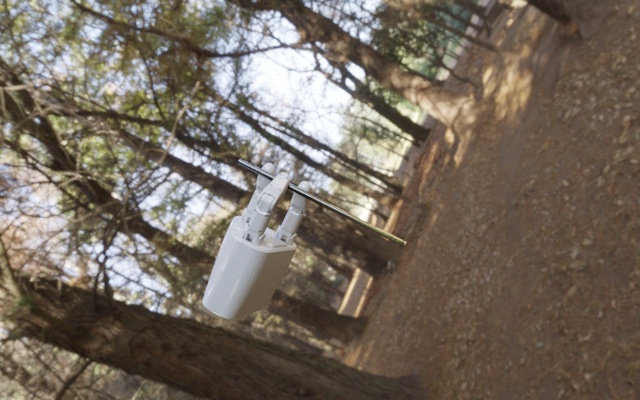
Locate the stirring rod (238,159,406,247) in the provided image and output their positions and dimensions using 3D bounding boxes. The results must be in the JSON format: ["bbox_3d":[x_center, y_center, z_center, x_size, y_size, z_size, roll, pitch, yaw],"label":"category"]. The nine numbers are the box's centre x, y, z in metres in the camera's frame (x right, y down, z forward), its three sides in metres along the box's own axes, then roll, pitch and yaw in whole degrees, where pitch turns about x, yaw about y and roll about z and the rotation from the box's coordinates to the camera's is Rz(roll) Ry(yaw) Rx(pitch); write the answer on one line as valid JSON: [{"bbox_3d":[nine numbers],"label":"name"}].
[{"bbox_3d":[0.000,0.002,0.616,0.239,0.011,0.011,27,3,6],"label":"stirring rod"}]
